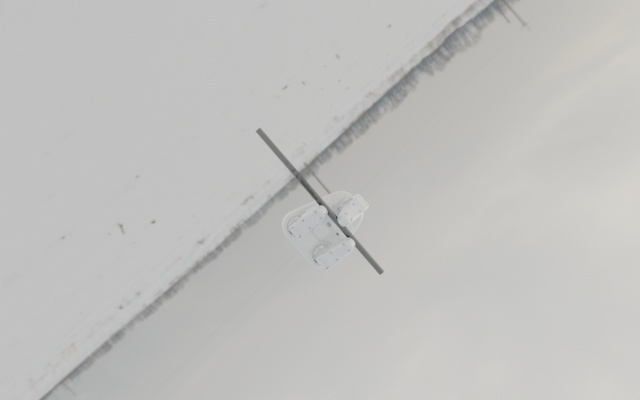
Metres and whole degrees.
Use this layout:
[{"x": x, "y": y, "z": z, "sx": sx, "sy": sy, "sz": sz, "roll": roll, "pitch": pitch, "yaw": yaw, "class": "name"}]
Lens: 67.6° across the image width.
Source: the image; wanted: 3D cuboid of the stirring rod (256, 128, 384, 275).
[{"x": 0.000, "y": 0.002, "z": 0.606, "sx": 0.011, "sy": 0.239, "sz": 0.011, "roll": -41, "pitch": 3, "yaw": 3, "class": "stirring rod"}]
